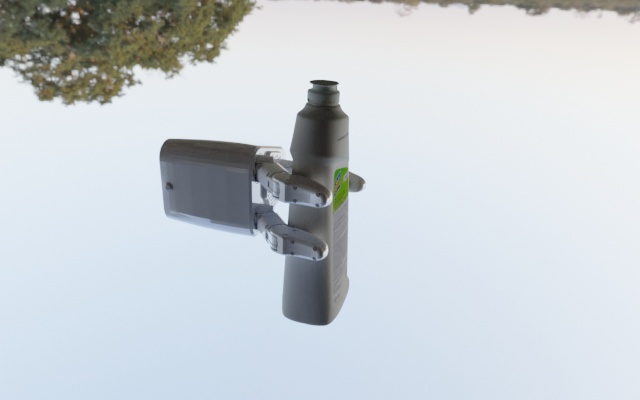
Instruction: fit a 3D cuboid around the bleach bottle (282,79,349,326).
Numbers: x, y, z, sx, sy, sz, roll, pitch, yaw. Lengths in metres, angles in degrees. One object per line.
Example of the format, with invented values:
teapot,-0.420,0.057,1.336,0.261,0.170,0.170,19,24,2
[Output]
bleach bottle,0.000,0.002,0.501,0.068,0.251,0.102,8,24,12
